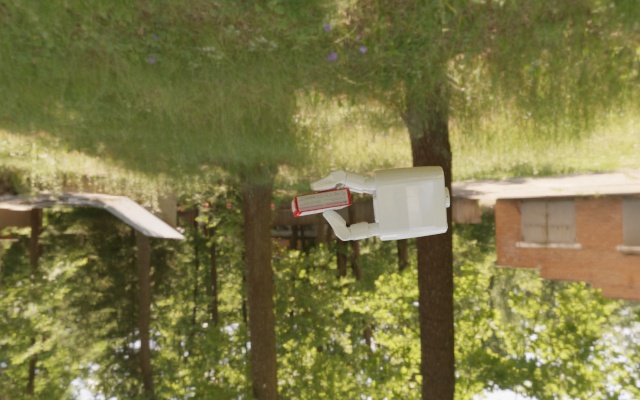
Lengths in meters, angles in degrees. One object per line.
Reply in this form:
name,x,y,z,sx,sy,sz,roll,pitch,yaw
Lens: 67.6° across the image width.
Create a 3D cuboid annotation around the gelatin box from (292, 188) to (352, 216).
gelatin box,0.000,0.003,0.778,0.089,0.030,0.073,-10,-4,-8
